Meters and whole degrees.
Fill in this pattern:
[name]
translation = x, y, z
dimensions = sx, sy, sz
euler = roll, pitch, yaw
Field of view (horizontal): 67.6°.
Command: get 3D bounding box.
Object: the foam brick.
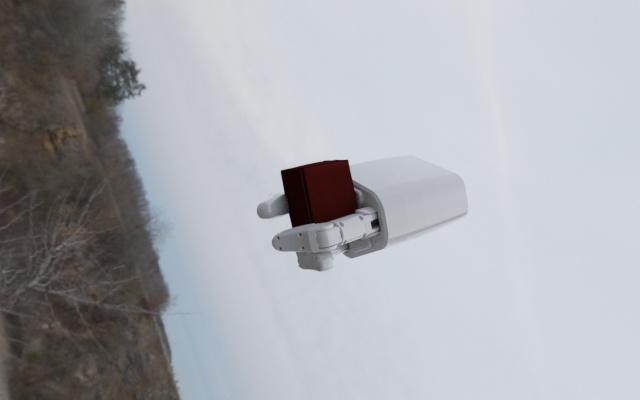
[foam brick]
translation = 0.000, 0.001, 0.464
dimensions = 0.051, 0.078, 0.053
euler = -15, 10, -25
